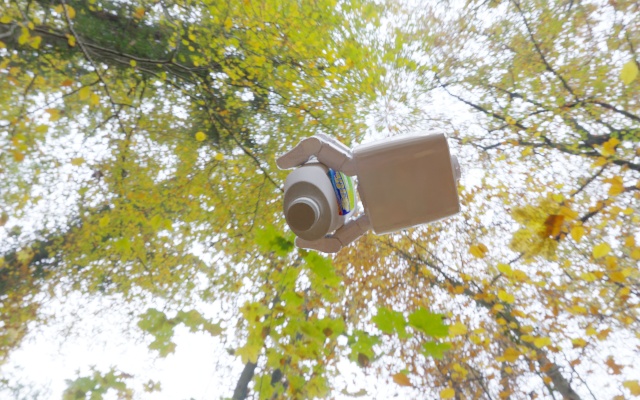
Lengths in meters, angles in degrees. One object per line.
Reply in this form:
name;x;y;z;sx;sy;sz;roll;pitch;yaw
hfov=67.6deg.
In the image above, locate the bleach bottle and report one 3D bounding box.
bleach bottle;0.000;0.002;0.580;0.068;0.102;0.251;-12;8;10
